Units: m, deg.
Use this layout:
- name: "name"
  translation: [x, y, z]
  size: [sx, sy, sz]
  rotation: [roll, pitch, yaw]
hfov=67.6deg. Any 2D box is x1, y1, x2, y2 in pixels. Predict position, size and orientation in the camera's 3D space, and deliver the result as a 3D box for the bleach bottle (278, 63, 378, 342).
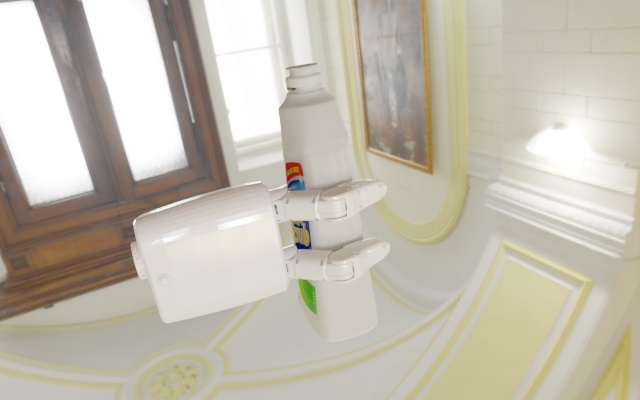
- name: "bleach bottle"
  translation: [0.000, 0.002, 0.448]
  size: [0.068, 0.251, 0.102]
  rotation: [-15, 22, -15]
